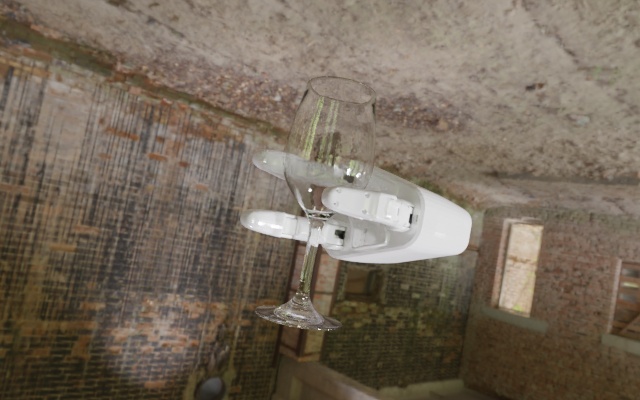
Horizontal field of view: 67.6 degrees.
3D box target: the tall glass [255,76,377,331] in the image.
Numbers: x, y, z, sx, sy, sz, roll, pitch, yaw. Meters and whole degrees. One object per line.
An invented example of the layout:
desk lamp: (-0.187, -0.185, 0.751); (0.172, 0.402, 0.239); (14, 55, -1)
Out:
tall glass: (0.000, 0.002, 0.406); (0.079, 0.201, 0.079); (11, -4, 1)
